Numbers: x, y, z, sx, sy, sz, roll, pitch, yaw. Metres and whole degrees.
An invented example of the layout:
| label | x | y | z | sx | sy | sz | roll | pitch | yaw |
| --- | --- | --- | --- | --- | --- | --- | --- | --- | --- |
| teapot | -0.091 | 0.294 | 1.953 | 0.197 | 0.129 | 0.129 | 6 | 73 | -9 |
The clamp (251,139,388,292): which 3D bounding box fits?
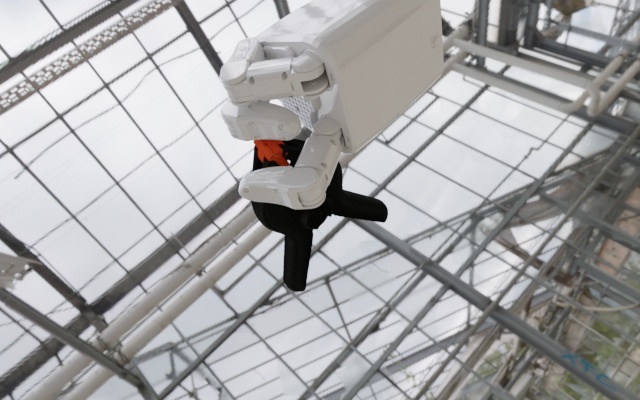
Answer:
| label | x | y | z | sx | sy | sz | roll | pitch | yaw |
| --- | --- | --- | --- | --- | --- | --- | --- | --- | --- |
| clamp | 0.000 | 0.001 | 0.405 | 0.120 | 0.172 | 0.039 | -39 | 53 | -16 |
